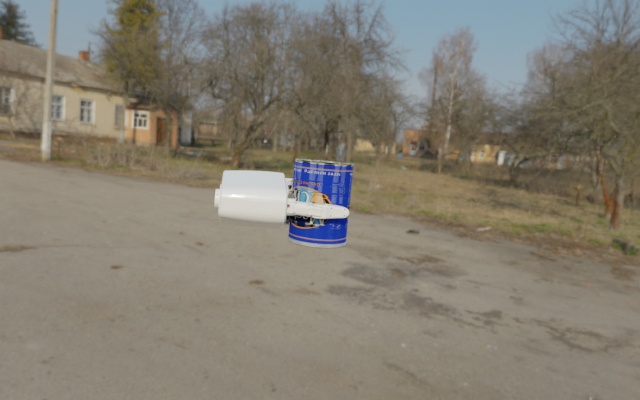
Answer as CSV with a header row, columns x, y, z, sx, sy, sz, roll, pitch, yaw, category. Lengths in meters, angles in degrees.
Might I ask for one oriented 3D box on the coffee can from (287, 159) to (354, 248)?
x,y,z,sx,sy,sz,roll,pitch,yaw,category
0.000,0.003,0.821,0.103,0.140,0.103,5,7,-1,coffee can
